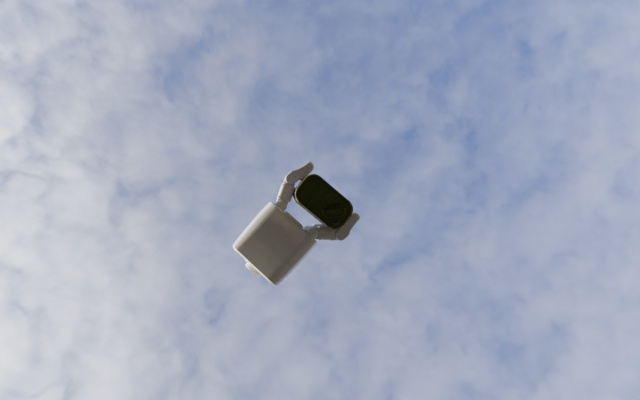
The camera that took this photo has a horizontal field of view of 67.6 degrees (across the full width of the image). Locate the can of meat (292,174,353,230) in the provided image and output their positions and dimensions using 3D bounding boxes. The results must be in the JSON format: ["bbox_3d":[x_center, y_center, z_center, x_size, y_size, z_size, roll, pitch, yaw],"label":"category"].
[{"bbox_3d":[0.000,0.003,0.845,0.102,0.057,0.084,40,-7,-7],"label":"can of meat"}]
